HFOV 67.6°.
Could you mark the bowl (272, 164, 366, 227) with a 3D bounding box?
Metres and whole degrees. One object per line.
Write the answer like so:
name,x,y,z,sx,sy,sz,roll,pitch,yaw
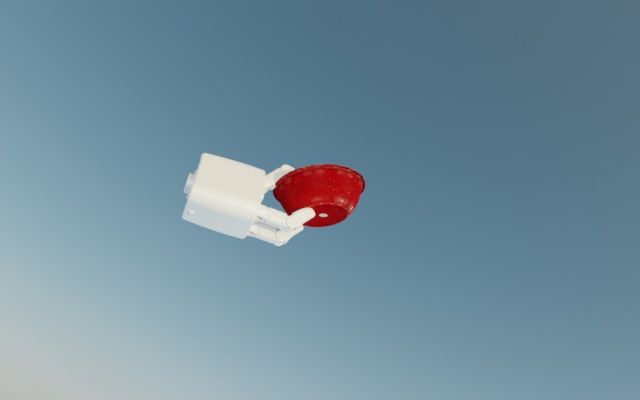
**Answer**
bowl,0.001,0.003,0.818,0.162,0.055,0.162,-5,-28,-2
